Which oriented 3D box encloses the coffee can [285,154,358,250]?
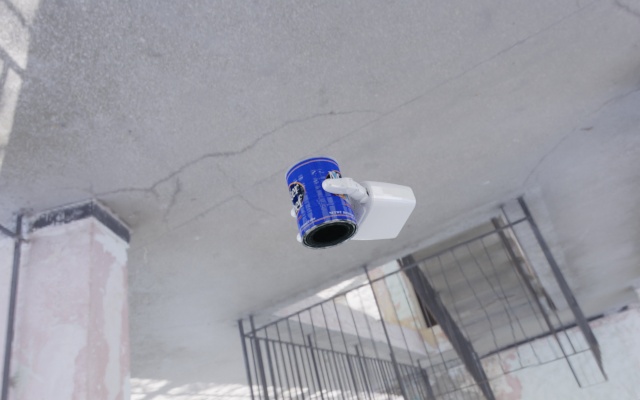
[{"bbox_3d":[0.000,0.003,0.860,0.103,0.140,0.103,-12,-30,-7],"label":"coffee can"}]
